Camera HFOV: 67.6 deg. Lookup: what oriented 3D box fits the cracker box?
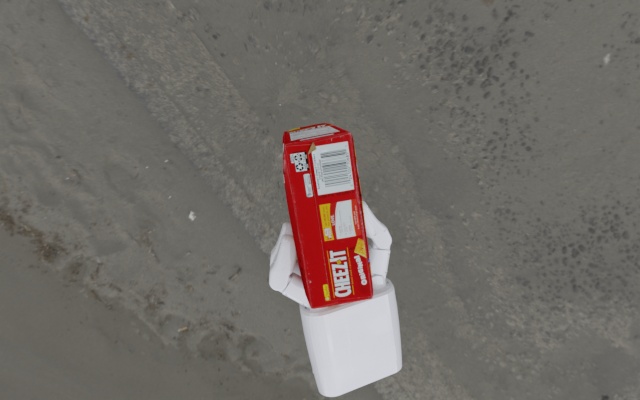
[{"bbox_3d":[0.000,0.002,0.543,0.072,0.164,0.213,-10,12,-3],"label":"cracker box"}]
